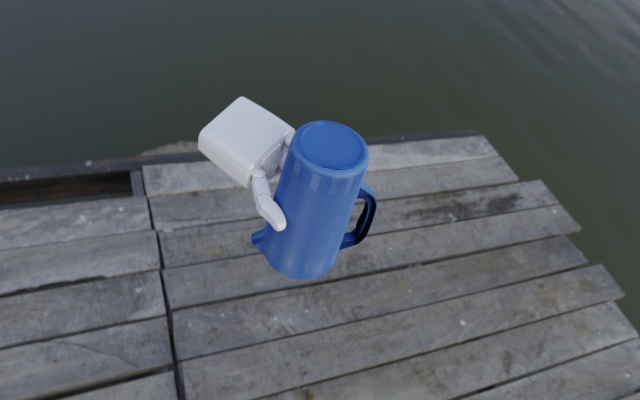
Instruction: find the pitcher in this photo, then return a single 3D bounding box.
[{"bbox_3d":[0.000,0.002,0.722,0.145,0.243,0.149,37,51,15],"label":"pitcher"}]
